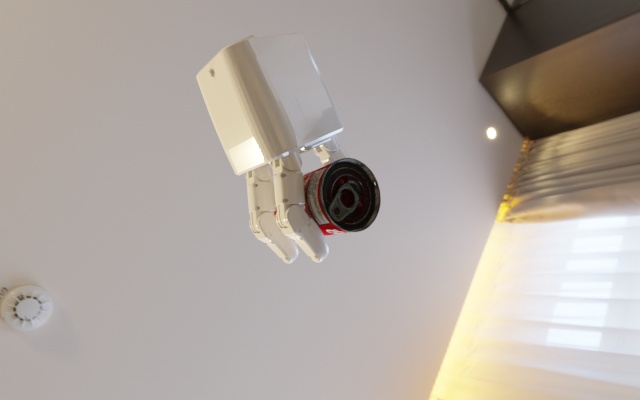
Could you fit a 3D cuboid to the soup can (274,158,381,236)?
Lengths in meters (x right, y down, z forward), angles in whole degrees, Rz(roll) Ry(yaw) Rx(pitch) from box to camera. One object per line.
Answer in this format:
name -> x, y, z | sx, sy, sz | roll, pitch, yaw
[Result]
soup can -> 0.000, 0.002, 0.470 | 0.068, 0.068, 0.102 | 0, -8, -35
